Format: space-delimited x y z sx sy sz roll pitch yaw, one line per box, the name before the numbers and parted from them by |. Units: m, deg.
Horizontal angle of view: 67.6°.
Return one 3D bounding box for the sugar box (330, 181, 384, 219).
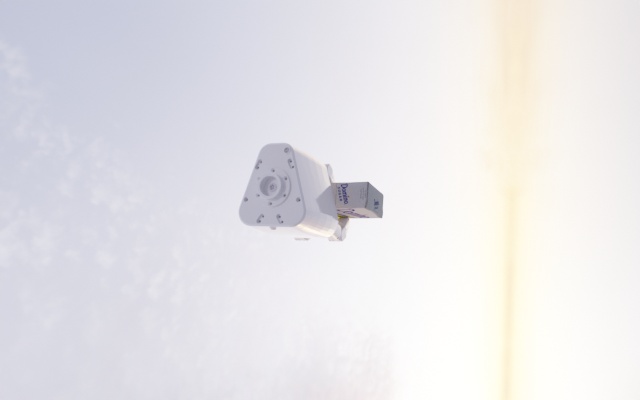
sugar box | 0.000 0.003 0.728 0.176 0.048 0.093 1 -11 22
